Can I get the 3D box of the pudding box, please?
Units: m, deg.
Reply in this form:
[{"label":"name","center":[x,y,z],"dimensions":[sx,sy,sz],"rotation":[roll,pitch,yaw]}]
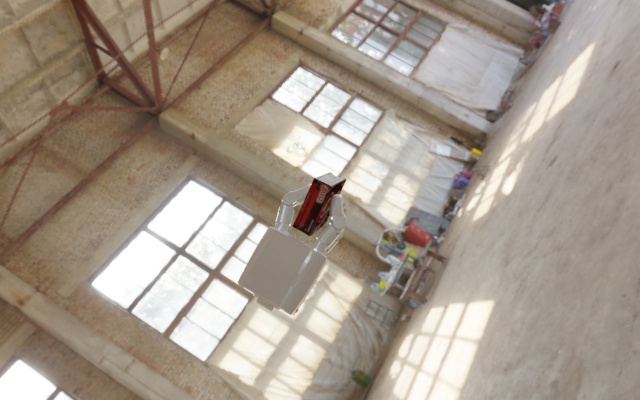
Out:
[{"label":"pudding box","center":[0.000,0.003,0.796],"dimensions":[0.039,0.090,0.113],"rotation":[28,15,7]}]
